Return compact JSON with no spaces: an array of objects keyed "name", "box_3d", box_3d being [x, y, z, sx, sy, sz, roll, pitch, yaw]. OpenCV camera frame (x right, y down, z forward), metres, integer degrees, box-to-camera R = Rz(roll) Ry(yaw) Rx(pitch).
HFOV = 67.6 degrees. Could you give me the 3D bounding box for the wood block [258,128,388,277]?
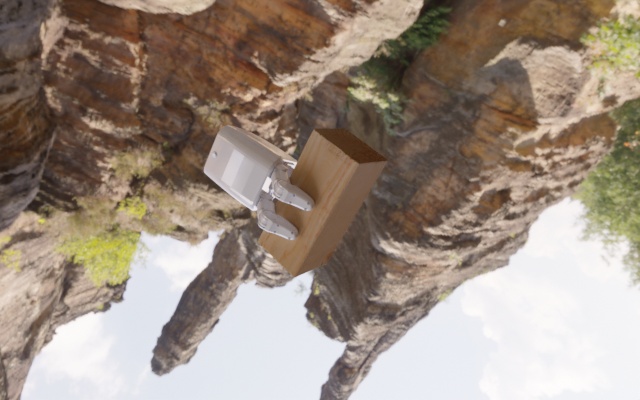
[{"name":"wood block","box_3d":[0.000,0.002,0.723,0.090,0.206,0.091,40,27,22]}]
